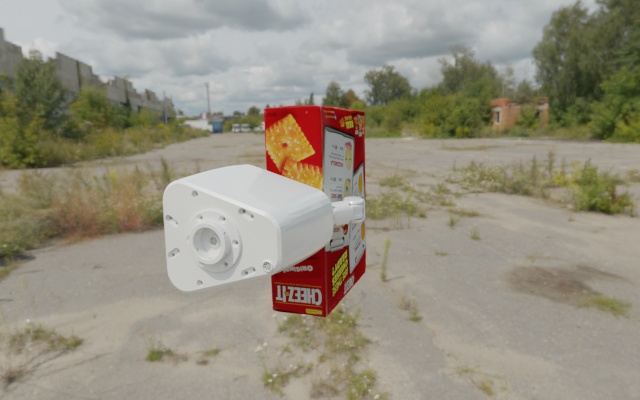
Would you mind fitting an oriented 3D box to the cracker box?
[{"bbox_3d":[0.000,0.002,0.553,0.072,0.214,0.164,2,9,20],"label":"cracker box"}]
